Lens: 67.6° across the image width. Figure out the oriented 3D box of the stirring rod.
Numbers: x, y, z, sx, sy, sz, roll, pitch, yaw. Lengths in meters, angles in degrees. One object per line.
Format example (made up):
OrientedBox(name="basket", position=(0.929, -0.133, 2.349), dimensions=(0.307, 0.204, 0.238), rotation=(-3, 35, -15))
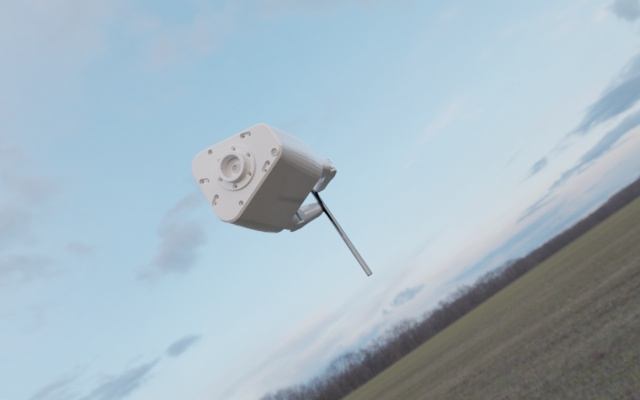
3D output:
OrientedBox(name="stirring rod", position=(0.000, 0.002, 0.654), dimensions=(0.011, 0.239, 0.011), rotation=(-30, -20, -12))
